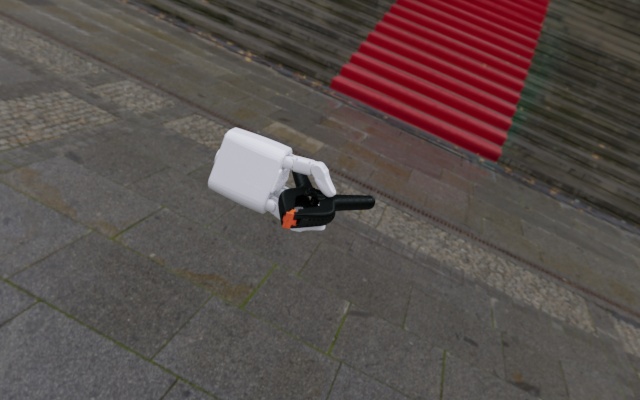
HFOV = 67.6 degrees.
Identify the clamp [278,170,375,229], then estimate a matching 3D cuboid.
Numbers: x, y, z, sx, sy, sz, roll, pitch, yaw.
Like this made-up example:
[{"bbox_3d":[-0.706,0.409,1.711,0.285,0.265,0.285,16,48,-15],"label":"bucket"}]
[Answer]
[{"bbox_3d":[0.000,0.002,0.790,0.164,0.036,0.210,21,24,8],"label":"clamp"}]
